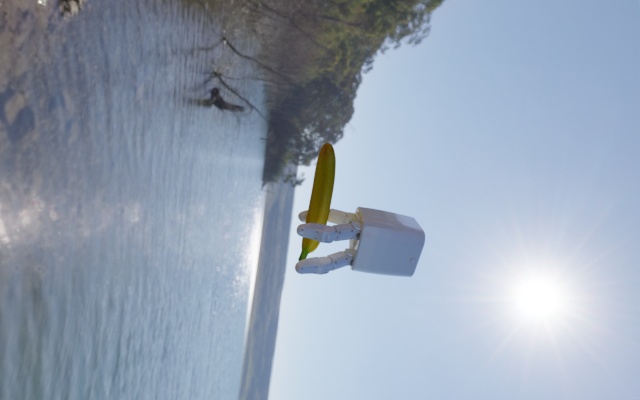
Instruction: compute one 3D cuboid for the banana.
[{"bbox_3d":[0.000,0.003,0.784,0.037,0.198,0.069,11,9,-1],"label":"banana"}]
